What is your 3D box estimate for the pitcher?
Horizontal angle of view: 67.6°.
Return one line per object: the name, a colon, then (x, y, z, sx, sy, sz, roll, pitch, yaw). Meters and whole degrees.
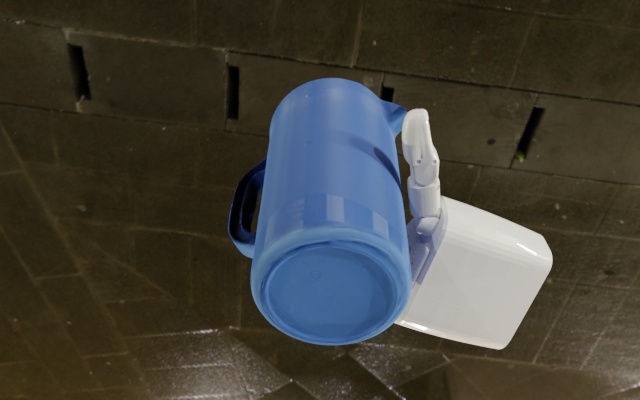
pitcher: (0.000, 0.001, 0.414, 0.145, 0.149, 0.242, 18, 32, -10)
